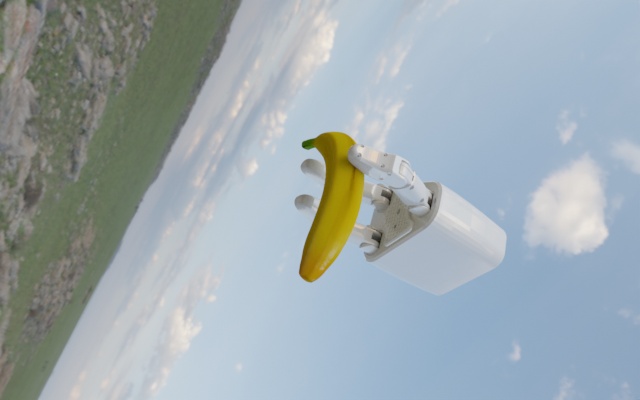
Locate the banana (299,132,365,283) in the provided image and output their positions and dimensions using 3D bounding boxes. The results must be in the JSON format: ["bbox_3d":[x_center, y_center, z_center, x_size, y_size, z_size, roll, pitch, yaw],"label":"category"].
[{"bbox_3d":[0.012,-0.011,0.454,0.037,0.197,0.070,34,-56,-25],"label":"banana"}]
